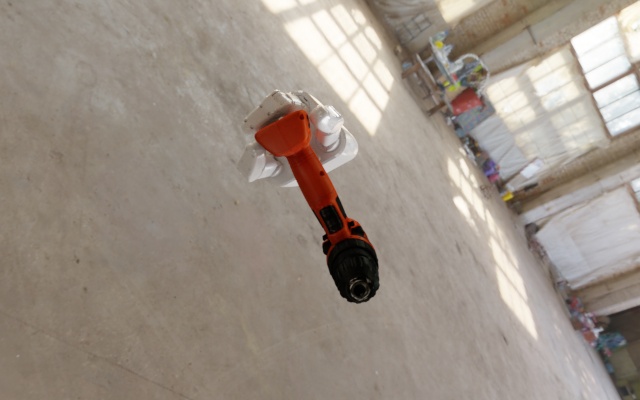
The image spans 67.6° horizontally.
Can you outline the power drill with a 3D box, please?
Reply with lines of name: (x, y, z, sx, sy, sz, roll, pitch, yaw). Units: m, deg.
power drill: (0.000, 0.001, 0.493, 0.057, 0.188, 0.184, -26, 11, 2)
